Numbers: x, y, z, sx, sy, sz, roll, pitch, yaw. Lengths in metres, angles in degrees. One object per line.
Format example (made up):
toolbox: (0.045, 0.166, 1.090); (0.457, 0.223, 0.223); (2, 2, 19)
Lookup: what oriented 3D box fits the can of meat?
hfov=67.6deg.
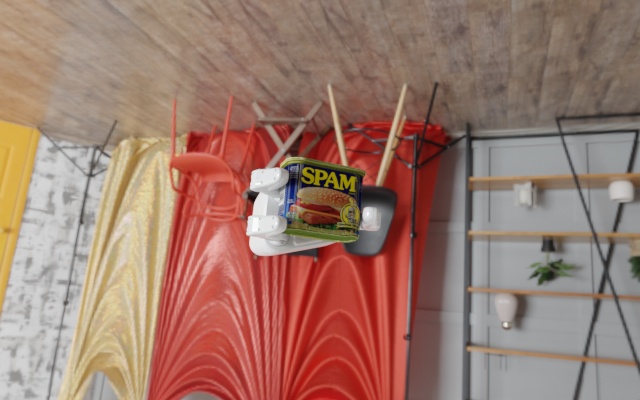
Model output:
can of meat: (0.000, 0.002, 0.569); (0.102, 0.084, 0.057); (10, -14, -20)
